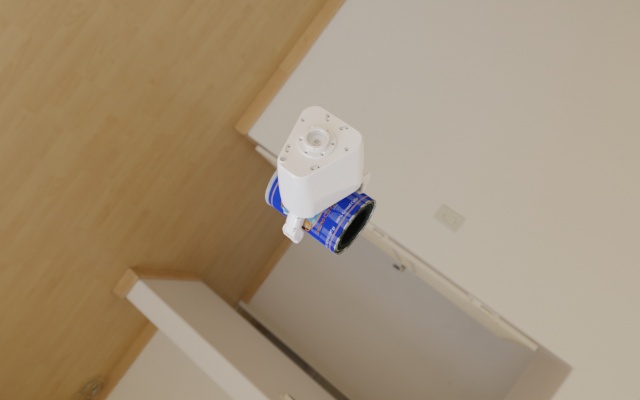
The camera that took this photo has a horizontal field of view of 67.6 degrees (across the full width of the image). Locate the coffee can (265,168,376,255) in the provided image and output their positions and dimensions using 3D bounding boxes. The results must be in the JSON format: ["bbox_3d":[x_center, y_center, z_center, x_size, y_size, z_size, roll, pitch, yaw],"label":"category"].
[{"bbox_3d":[0.000,0.002,0.740,0.140,0.103,0.103,36,12,18],"label":"coffee can"}]
